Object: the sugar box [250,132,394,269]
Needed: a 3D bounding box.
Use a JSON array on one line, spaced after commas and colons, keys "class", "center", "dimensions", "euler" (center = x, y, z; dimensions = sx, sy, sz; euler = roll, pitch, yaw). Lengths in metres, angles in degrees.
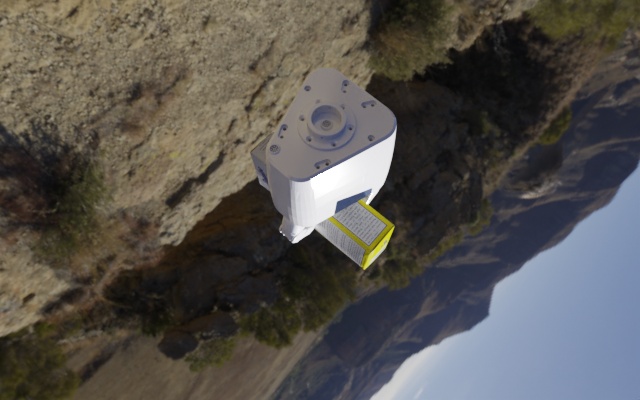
[{"class": "sugar box", "center": [0.001, 0.001, 0.555], "dimensions": [0.176, 0.048, 0.093], "euler": [41, -15, 14]}]
